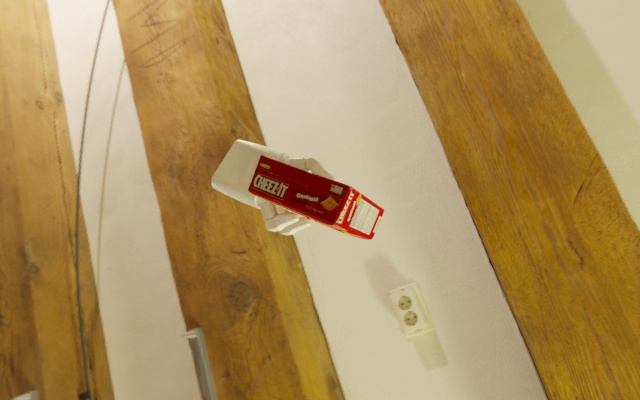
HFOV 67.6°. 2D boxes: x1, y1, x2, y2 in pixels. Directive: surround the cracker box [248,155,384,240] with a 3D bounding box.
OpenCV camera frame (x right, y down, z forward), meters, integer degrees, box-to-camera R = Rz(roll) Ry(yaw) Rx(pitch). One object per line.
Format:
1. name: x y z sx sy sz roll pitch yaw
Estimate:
1. cracker box: 0.000 0.003 0.819 0.164 0.072 0.214 20 -2 24
